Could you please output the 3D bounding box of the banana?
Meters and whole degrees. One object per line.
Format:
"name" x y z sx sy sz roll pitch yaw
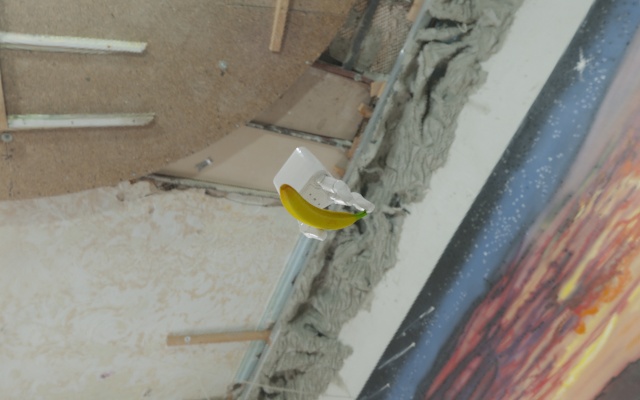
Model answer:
"banana" -0.007 0.018 0.868 0.198 0.070 0.037 17 28 -38
